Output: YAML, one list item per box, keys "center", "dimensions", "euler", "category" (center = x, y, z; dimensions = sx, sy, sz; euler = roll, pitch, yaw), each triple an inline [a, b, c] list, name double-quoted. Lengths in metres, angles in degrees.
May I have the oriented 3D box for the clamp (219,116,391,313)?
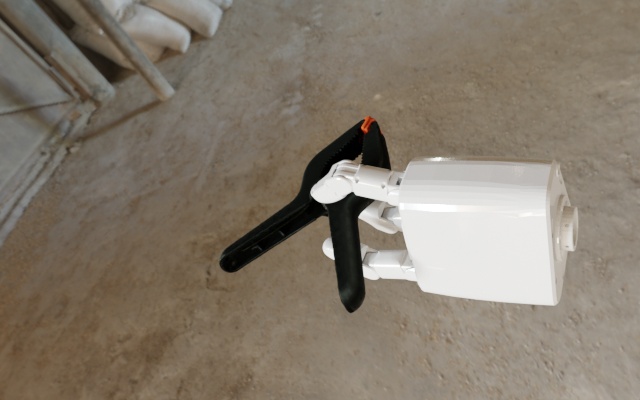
- center: [0.000, 0.001, 0.464]
  dimensions: [0.164, 0.210, 0.036]
  euler: [3, -37, 34]
  category: "clamp"
